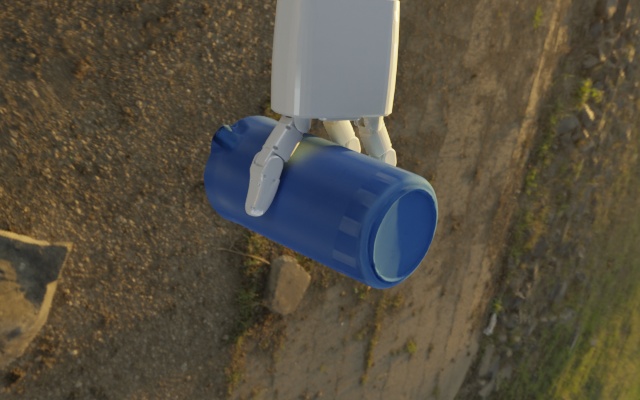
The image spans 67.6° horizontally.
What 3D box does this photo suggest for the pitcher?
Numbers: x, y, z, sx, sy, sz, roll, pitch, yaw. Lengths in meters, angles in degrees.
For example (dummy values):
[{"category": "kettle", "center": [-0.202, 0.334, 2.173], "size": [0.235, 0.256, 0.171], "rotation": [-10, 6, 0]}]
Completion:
[{"category": "pitcher", "center": [0.000, 0.001, 0.507], "size": [0.149, 0.145, 0.242], "rotation": [-13, 26, -40]}]
